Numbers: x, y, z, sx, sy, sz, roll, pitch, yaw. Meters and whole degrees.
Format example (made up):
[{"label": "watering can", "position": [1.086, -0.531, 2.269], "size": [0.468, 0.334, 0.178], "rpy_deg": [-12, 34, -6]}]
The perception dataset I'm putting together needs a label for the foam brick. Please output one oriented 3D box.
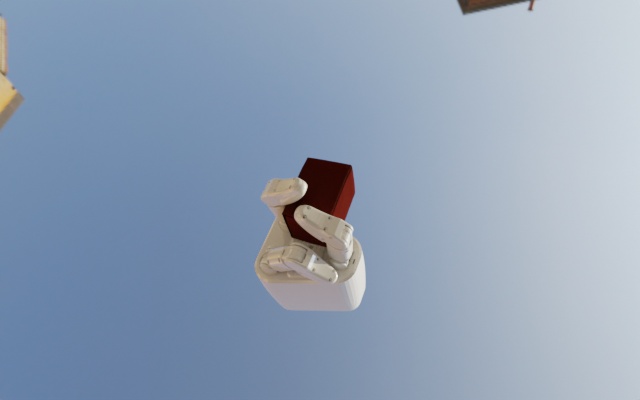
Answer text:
[{"label": "foam brick", "position": [0.000, 0.001, 0.514], "size": [0.053, 0.078, 0.051], "rpy_deg": [14, -28, 18]}]
